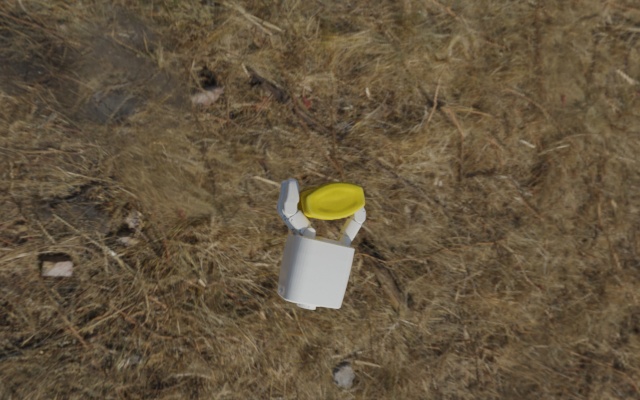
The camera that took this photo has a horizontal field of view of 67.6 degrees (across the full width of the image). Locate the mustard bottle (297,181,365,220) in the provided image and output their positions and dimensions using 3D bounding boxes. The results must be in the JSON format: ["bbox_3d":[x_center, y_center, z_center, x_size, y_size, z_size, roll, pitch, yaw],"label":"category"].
[{"bbox_3d":[0.000,0.002,0.821,0.096,0.058,0.191,-11,1,-15],"label":"mustard bottle"}]
